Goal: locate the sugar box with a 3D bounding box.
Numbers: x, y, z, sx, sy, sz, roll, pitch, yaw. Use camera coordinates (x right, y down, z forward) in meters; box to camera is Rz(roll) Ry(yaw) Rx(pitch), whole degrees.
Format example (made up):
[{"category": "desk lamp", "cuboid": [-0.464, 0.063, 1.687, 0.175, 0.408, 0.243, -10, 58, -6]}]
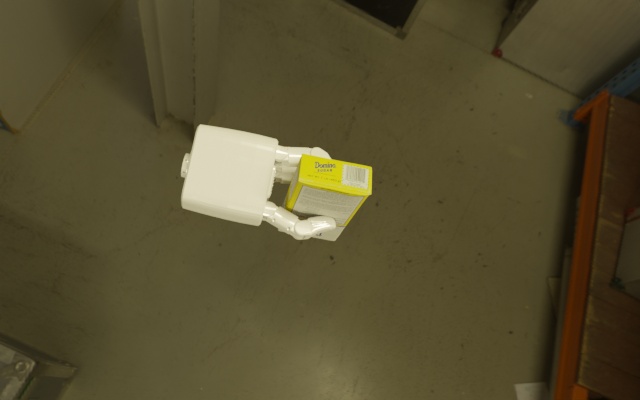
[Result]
[{"category": "sugar box", "cuboid": [0.000, 0.002, 0.656, 0.093, 0.048, 0.176, 11, -23, -10]}]
